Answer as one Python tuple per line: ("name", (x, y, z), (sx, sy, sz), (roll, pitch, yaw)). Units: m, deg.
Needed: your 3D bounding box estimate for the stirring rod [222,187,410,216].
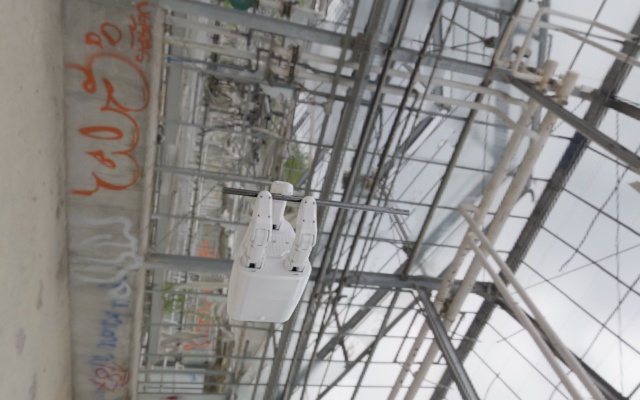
("stirring rod", (0.000, 0.002, 0.594), (0.239, 0.011, 0.011), (7, -2, -15))
